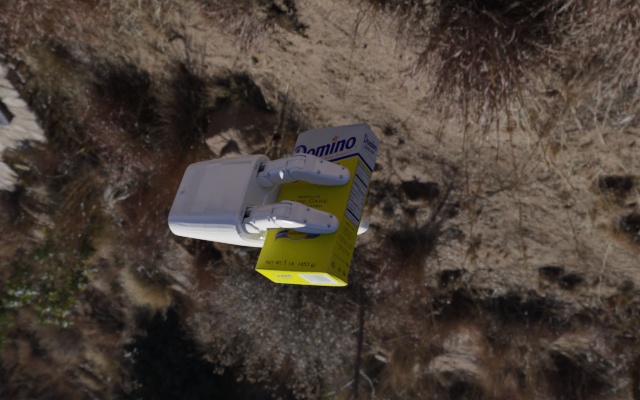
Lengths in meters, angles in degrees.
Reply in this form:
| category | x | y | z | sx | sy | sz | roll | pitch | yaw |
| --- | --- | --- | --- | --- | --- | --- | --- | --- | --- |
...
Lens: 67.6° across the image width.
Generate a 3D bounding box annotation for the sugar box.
| category | x | y | z | sx | sy | sz | roll | pitch | yaw |
| --- | --- | --- | --- | --- | --- | --- | --- | --- | --- |
| sugar box | 0.000 | 0.002 | 0.515 | 0.093 | 0.176 | 0.048 | -3 | -28 | 33 |
